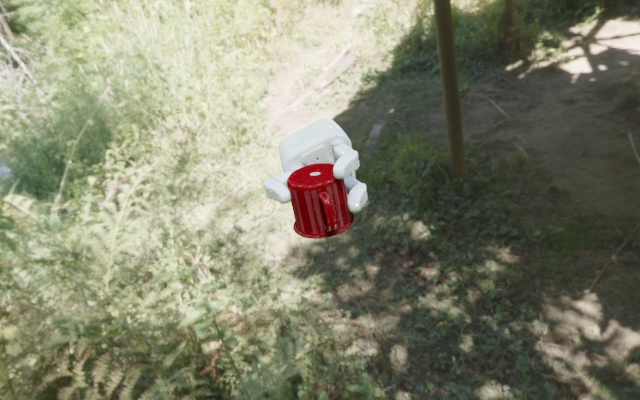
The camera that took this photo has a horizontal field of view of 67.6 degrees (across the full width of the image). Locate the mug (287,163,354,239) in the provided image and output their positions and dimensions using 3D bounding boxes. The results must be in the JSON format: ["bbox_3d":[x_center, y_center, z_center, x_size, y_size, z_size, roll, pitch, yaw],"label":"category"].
[{"bbox_3d":[0.000,0.003,0.686,0.093,0.081,0.117,-14,27,-6],"label":"mug"}]
